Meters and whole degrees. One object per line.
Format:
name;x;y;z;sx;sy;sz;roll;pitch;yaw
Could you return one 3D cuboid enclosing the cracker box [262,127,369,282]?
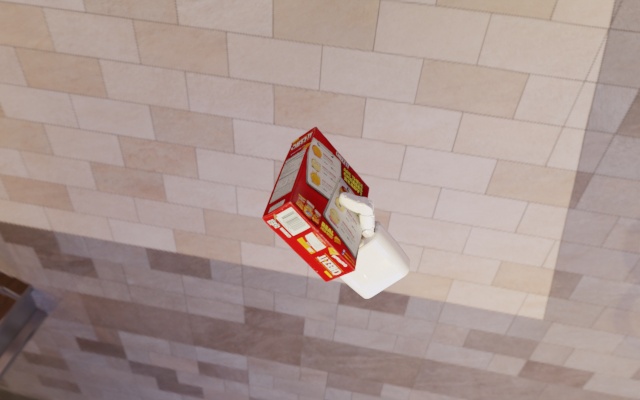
cracker box;0.000;0.003;0.807;0.072;0.164;0.213;-27;29;30
